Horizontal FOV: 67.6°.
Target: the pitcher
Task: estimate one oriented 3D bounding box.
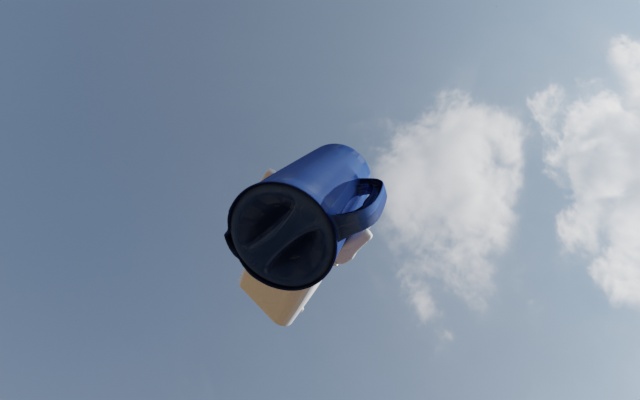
[{"bbox_3d":[0.000,0.002,0.627,0.149,0.145,0.242,31,28,6],"label":"pitcher"}]
